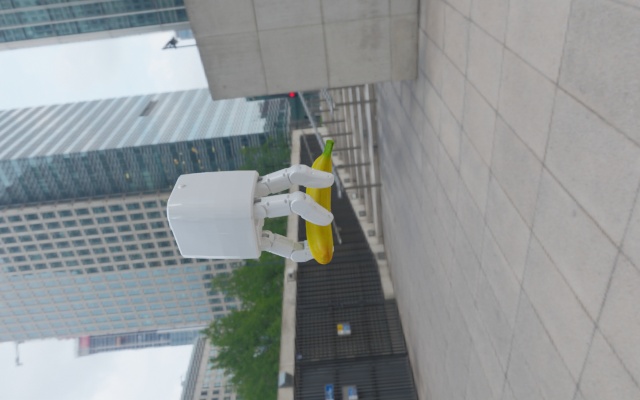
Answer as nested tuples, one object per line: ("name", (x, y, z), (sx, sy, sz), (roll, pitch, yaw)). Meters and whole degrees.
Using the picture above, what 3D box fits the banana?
("banana", (-0.002, 0.010, 0.665), (0.037, 0.197, 0.070), (3, -34, -4))
